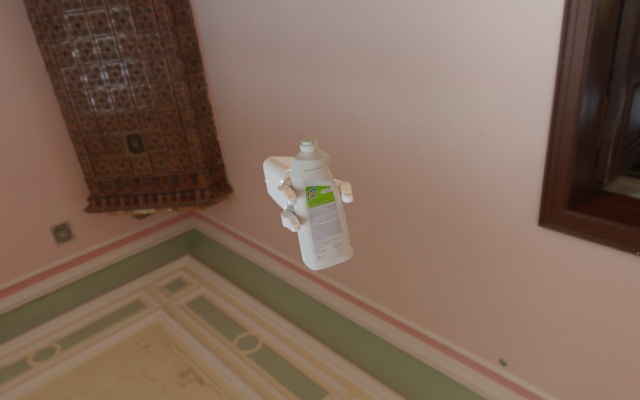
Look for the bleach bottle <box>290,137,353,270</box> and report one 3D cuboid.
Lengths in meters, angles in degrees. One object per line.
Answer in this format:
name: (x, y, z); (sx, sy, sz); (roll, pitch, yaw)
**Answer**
bleach bottle: (0.000, 0.003, 0.893); (0.102, 0.251, 0.068); (-18, 28, -22)
